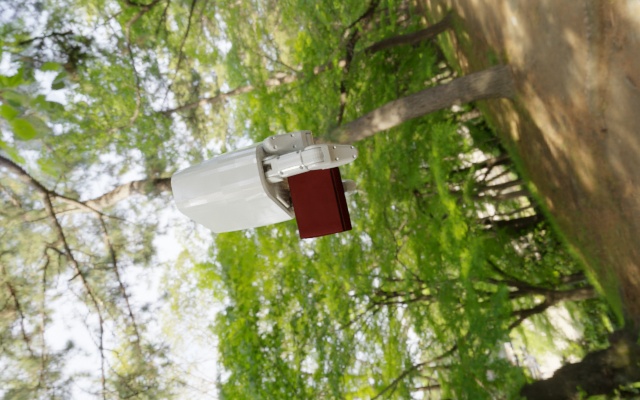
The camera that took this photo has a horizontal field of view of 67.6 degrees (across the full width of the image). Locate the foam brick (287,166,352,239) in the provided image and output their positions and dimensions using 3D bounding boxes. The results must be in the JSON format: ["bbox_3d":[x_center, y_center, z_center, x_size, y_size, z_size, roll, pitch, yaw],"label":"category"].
[{"bbox_3d":[0.000,0.002,0.532,0.051,0.078,0.053,-14,-6,11],"label":"foam brick"}]
